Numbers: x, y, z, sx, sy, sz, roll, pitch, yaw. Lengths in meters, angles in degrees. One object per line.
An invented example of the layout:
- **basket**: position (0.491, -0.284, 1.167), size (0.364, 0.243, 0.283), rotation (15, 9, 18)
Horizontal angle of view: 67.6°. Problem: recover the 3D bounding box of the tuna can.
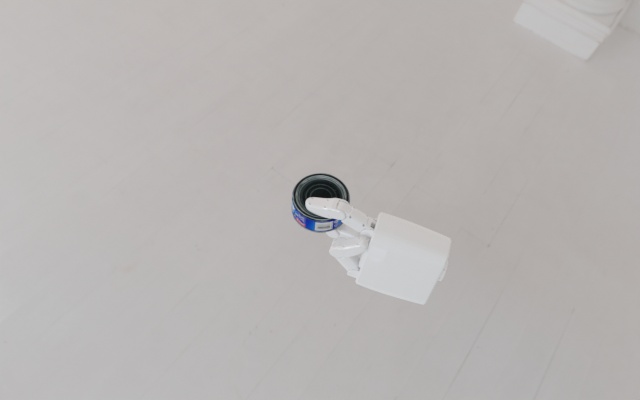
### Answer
- **tuna can**: position (0.000, 0.002, 0.698), size (0.086, 0.086, 0.034), rotation (0, -34, -4)
